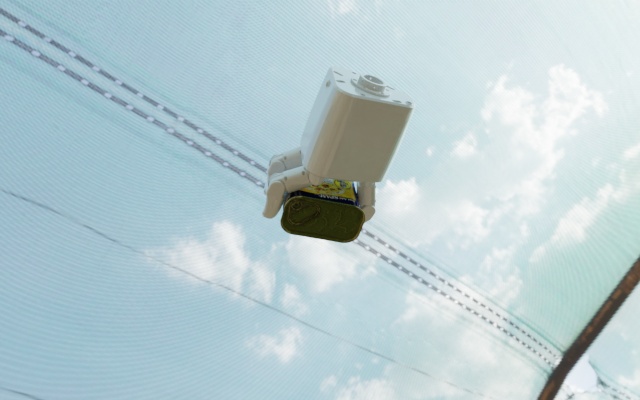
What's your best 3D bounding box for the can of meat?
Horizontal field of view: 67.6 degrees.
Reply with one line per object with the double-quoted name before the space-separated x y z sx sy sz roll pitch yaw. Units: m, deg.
"can of meat" 0.000 0.002 0.617 0.102 0.057 0.084 10 33 -12
